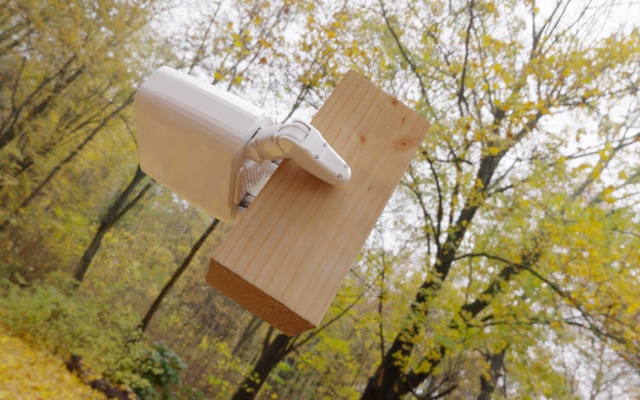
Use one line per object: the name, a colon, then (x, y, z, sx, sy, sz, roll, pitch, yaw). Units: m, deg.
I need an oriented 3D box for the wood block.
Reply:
wood block: (0.000, 0.001, 0.411, 0.090, 0.206, 0.091, 34, -25, -2)
